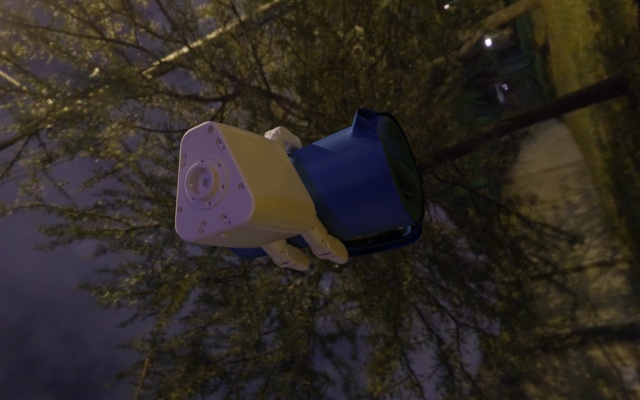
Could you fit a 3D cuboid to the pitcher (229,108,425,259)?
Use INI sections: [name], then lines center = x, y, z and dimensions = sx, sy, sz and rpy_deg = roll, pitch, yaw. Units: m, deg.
[pitcher]
center = 0.000, 0.002, 0.587
dimensions = 0.243, 0.149, 0.145
rpy_deg = -18, -12, 24
